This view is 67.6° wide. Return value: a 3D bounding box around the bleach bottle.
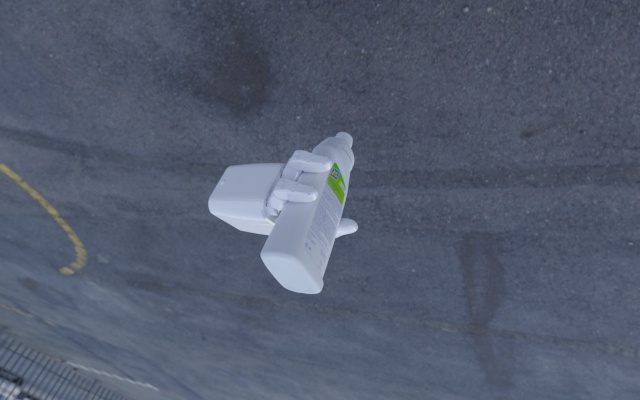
[{"bbox_3d":[0.000,0.002,0.699,0.068,0.250,0.103,1,-39,30],"label":"bleach bottle"}]
